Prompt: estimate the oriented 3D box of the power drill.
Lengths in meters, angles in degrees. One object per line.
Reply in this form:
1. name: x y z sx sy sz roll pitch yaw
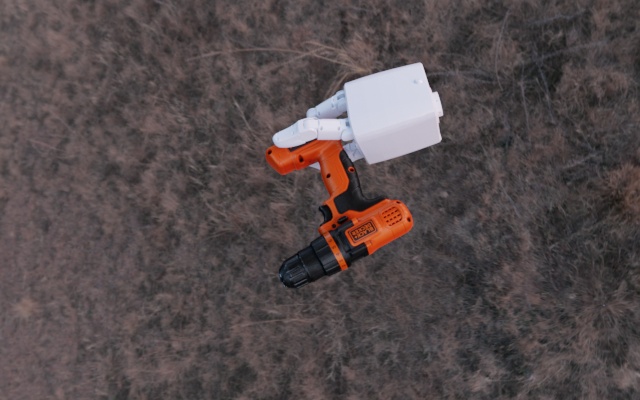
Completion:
1. power drill: 0.000 0.002 0.627 0.184 0.187 0.057 -27 -17 -5
